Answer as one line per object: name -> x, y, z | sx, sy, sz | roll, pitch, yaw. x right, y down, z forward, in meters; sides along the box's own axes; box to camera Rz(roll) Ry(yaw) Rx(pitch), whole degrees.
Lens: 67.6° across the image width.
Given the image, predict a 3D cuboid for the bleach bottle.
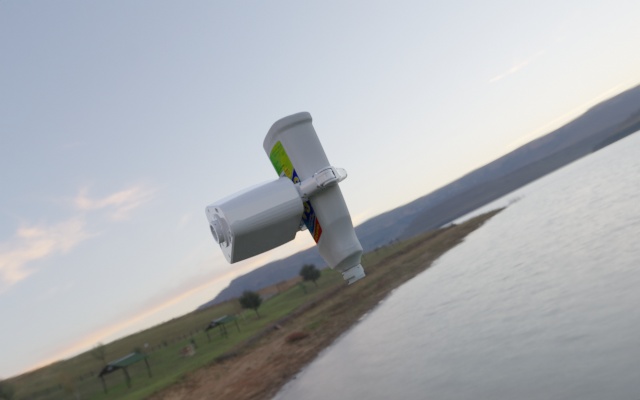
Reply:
bleach bottle -> 0.000, 0.002, 0.702 | 0.068, 0.251, 0.102 | -23, -9, -25
